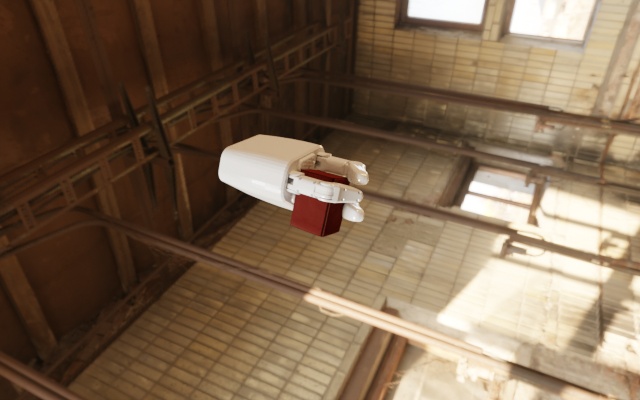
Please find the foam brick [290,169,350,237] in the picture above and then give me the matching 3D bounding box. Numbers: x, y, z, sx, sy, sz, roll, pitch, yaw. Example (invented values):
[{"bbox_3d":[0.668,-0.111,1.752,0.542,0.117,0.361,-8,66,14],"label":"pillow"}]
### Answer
[{"bbox_3d":[0.000,0.002,0.633,0.051,0.078,0.053,16,10,25],"label":"foam brick"}]
